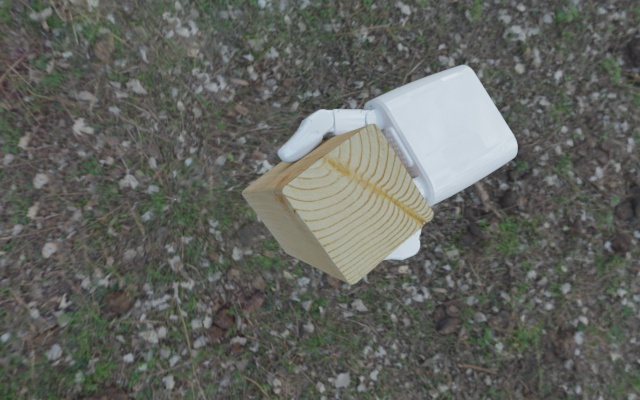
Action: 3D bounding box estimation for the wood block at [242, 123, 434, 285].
[{"bbox_3d":[0.000,0.001,0.449,0.090,0.091,0.206,-37,10,-14],"label":"wood block"}]
